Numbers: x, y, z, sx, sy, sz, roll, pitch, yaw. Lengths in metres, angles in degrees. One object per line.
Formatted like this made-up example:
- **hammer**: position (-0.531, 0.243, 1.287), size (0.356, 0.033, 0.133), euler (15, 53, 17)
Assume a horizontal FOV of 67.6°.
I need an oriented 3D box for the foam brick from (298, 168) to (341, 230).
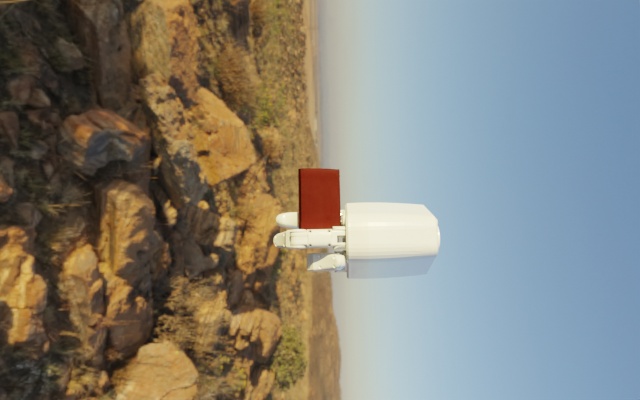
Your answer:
- **foam brick**: position (0.000, 0.002, 0.601), size (0.051, 0.078, 0.053), euler (-2, -8, 4)
